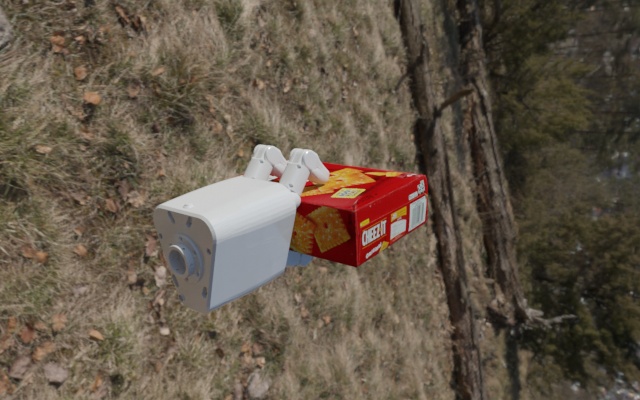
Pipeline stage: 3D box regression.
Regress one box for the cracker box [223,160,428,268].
[{"bbox_3d":[0.000,0.002,0.587,0.213,0.072,0.164,11,22,36],"label":"cracker box"}]
